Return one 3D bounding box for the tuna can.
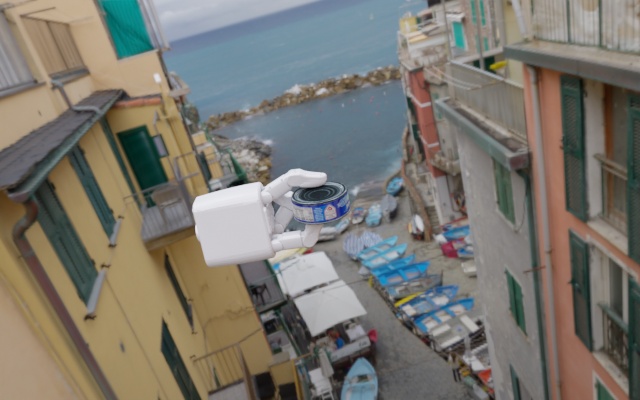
[{"bbox_3d":[0.000,0.002,0.705,0.086,0.034,0.086,-8,23,3],"label":"tuna can"}]
